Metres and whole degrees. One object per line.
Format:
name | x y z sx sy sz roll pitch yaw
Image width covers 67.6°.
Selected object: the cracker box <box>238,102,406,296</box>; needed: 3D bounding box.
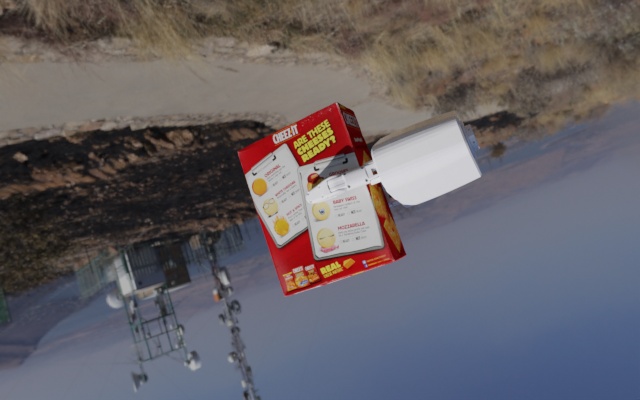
cracker box | 0.000 0.002 0.648 0.164 0.213 0.072 -22 -9 22
